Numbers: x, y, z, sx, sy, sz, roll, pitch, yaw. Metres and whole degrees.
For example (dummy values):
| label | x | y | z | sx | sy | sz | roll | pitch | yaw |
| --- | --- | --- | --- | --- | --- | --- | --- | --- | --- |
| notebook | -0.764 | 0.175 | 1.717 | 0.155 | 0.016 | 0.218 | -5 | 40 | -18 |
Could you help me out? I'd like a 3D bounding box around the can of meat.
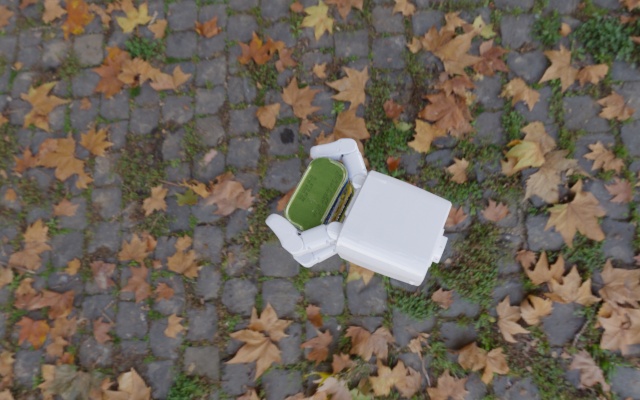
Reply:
| label | x | y | z | sx | sy | sz | roll | pitch | yaw |
| --- | --- | --- | --- | --- | --- | --- | --- | --- | --- |
| can of meat | 0.000 | 0.002 | 0.615 | 0.057 | 0.102 | 0.084 | 26 | -10 | 14 |
